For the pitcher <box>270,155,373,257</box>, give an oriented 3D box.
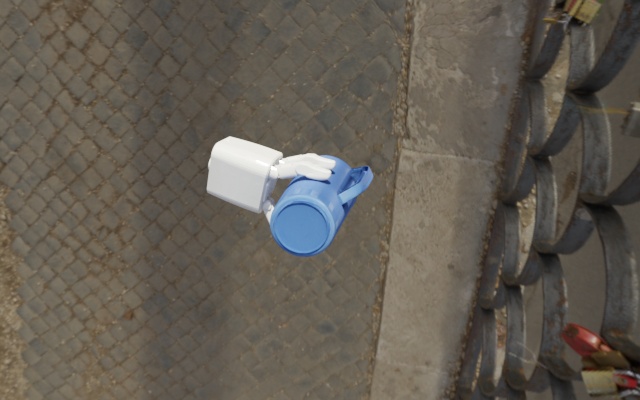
[{"bbox_3d":[0.000,0.003,0.863,0.145,0.149,0.242,22,20,3],"label":"pitcher"}]
